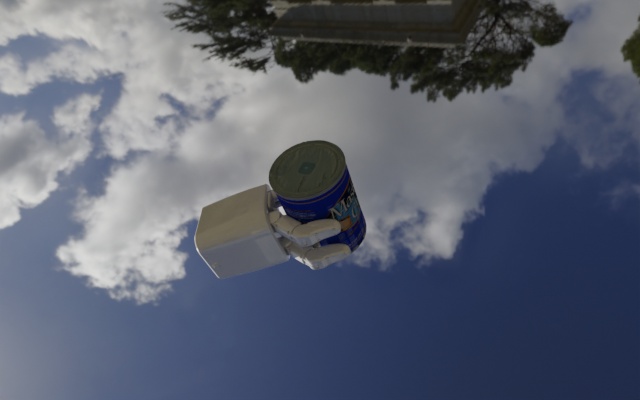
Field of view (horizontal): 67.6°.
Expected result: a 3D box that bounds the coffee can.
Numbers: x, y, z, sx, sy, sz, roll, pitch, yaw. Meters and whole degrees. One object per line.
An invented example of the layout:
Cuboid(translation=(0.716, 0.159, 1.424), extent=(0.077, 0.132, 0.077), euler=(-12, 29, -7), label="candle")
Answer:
Cuboid(translation=(0.000, 0.002, 0.660), extent=(0.103, 0.102, 0.140), euler=(0, -40, 21), label="coffee can")
